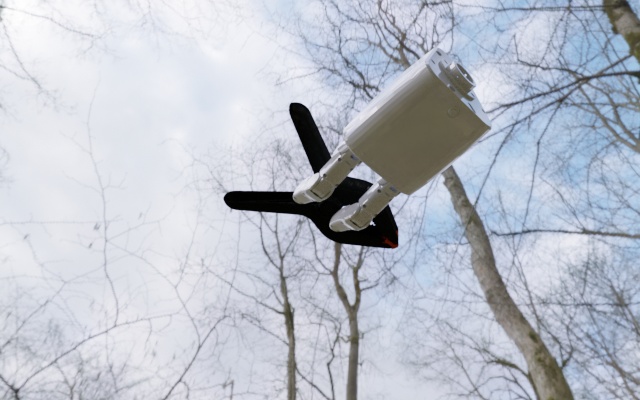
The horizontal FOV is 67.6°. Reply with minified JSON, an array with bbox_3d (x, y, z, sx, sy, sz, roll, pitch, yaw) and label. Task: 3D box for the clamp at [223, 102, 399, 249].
[{"bbox_3d":[0.001,0.001,0.559,0.210,0.036,0.165,37,-54,-20],"label":"clamp"}]
